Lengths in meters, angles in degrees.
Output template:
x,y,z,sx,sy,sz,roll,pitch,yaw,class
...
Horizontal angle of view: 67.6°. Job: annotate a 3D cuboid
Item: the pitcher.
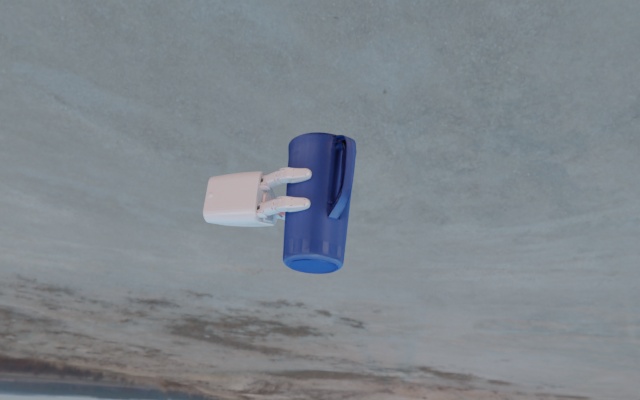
x,y,z,sx,sy,sz,roll,pitch,yaw,class
0.000,0.003,0.876,0.145,0.242,0.149,-1,-24,13,pitcher
